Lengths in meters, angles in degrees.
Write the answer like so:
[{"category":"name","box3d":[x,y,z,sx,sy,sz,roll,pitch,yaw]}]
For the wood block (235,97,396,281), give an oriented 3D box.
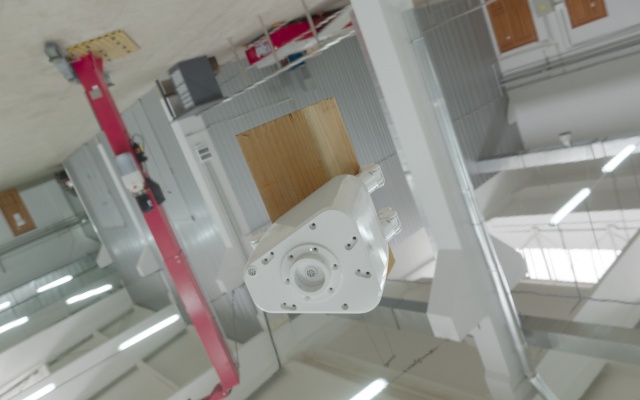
[{"category":"wood block","box3d":[0.000,0.002,0.532,0.091,0.206,0.090,-16,12,25]}]
